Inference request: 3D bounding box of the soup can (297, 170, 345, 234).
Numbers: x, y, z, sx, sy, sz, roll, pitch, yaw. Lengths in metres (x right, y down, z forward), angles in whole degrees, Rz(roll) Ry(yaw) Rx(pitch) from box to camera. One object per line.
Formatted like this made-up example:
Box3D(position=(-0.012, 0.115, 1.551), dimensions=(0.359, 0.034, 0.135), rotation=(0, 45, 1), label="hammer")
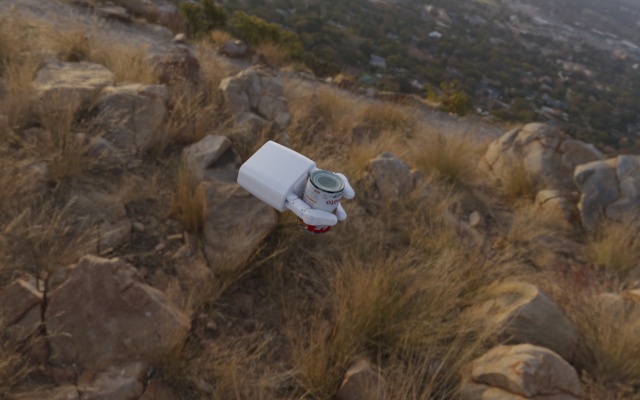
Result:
Box3D(position=(0.001, 0.003, 0.886), dimensions=(0.068, 0.102, 0.068), rotation=(12, 36, -9), label="soup can")
